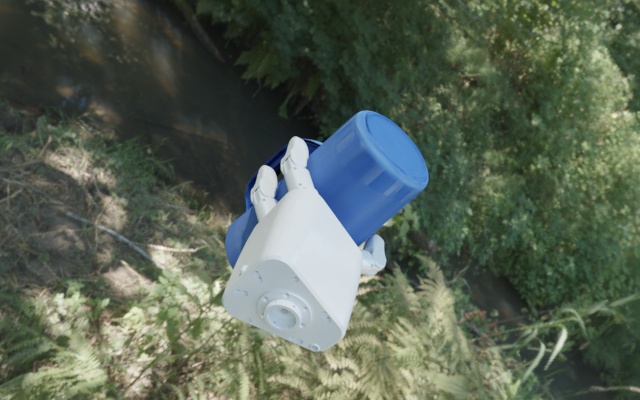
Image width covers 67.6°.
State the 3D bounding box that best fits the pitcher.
[{"bbox_3d":[0.000,0.002,0.570,0.243,0.149,0.145,-42,14,31],"label":"pitcher"}]
